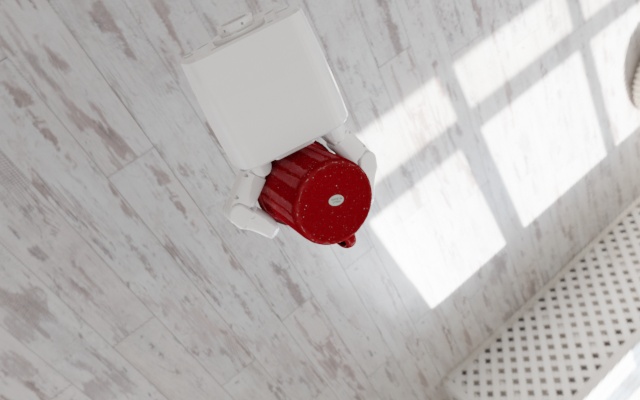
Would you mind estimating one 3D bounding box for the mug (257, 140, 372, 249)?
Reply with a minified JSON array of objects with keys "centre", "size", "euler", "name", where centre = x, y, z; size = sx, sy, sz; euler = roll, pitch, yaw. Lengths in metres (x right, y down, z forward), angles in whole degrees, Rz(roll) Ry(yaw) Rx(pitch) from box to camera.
[{"centre":[0.001,0.003,0.461],"size":[0.093,0.117,0.081],"euler":[-36,30,-14],"name":"mug"}]
